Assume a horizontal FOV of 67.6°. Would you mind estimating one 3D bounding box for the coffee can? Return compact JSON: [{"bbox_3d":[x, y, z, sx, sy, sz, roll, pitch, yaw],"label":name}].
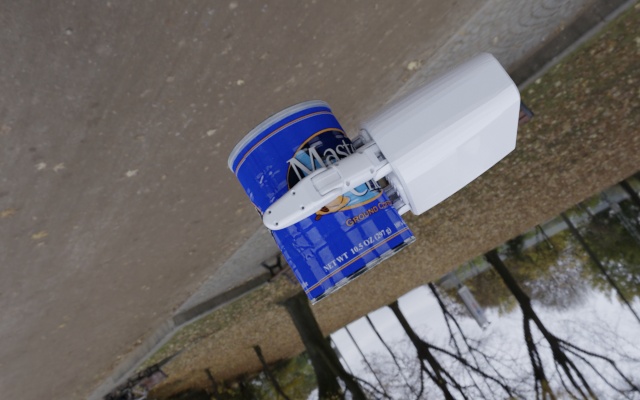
[{"bbox_3d":[0.000,0.001,0.408,0.103,0.140,0.103,-31,-10,-6],"label":"coffee can"}]
